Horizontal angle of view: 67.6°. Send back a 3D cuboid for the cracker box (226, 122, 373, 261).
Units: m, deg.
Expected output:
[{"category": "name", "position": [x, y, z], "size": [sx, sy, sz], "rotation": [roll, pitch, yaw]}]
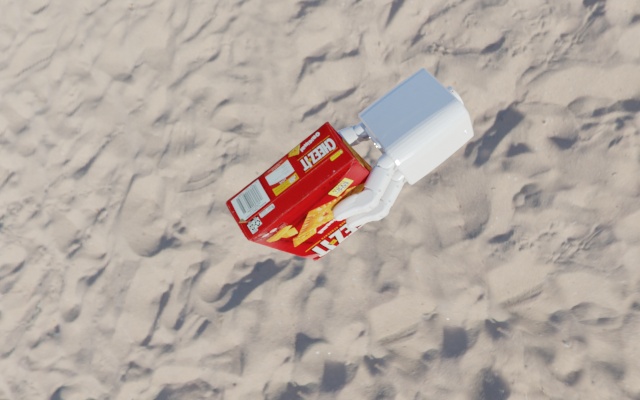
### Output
[{"category": "cracker box", "position": [0.000, 0.002, 0.655], "size": [0.164, 0.072, 0.214], "rotation": [-38, -24, 10]}]
